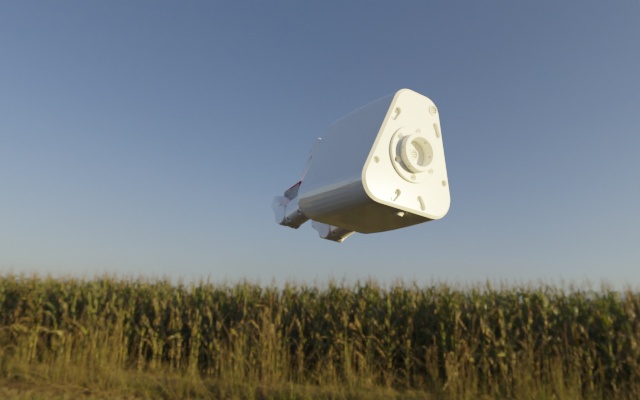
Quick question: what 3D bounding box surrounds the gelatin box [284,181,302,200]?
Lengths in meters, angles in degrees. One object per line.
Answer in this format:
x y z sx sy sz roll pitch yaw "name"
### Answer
0.000 0.001 0.562 0.073 0.030 0.089 7 -9 -15 "gelatin box"
